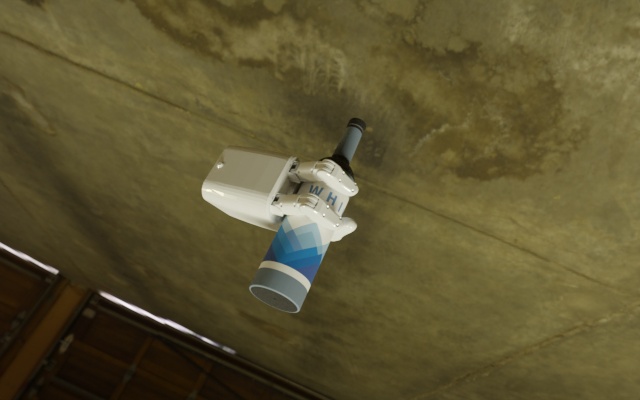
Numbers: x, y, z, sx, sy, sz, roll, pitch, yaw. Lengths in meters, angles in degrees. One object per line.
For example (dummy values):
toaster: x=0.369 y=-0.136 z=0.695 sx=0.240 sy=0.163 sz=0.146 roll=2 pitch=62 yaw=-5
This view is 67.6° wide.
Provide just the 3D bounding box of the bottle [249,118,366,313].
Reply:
bottle: x=0.000 y=0.002 z=0.641 sx=0.069 sy=0.295 sz=0.069 roll=19 pitch=-29 yaw=11
